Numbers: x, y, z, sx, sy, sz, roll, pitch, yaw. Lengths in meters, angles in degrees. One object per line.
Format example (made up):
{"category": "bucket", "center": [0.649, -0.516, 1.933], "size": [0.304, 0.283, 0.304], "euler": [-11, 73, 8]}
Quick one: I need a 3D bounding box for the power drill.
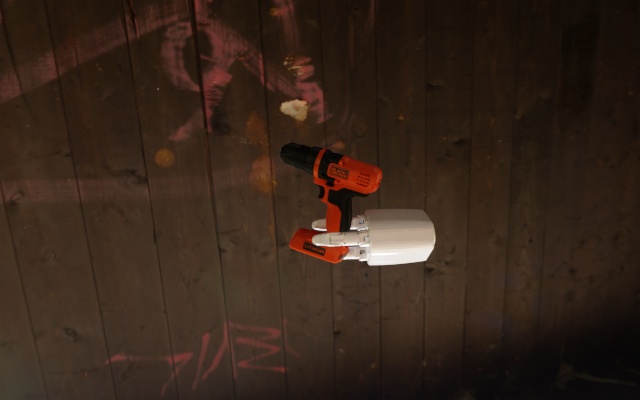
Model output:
{"category": "power drill", "center": [0.000, 0.003, 0.838], "size": [0.184, 0.188, 0.057], "euler": [19, 21, 16]}
